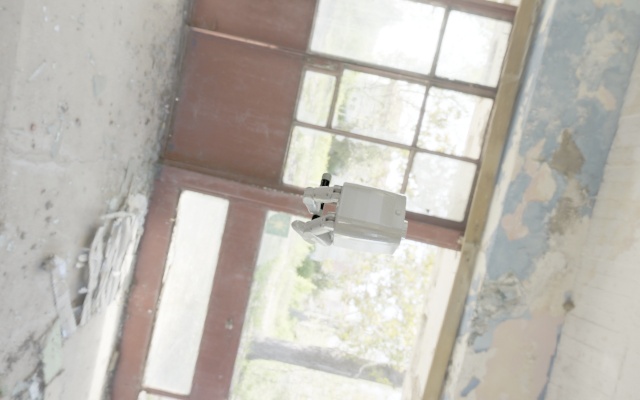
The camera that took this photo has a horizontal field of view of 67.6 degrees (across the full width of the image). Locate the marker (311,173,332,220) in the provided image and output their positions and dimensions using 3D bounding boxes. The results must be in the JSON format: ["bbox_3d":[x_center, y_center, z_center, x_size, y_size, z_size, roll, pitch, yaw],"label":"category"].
[{"bbox_3d":[0.000,0.003,0.853,0.020,0.121,0.020,10,-33,6],"label":"marker"}]
